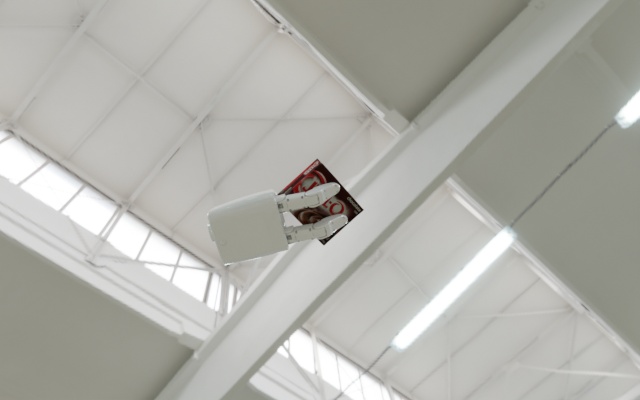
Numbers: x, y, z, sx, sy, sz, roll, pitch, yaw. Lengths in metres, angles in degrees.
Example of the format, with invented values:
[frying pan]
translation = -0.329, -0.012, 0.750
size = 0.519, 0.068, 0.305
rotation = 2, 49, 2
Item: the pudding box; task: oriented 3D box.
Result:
[pudding box]
translation = 0.000, 0.003, 0.773
size = 0.113, 0.090, 0.039
rotation = 46, 5, -23
